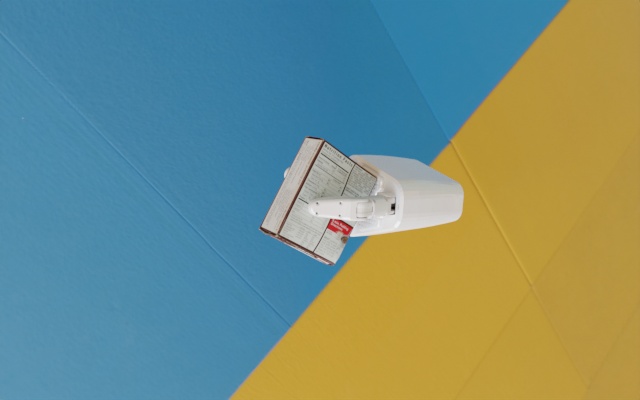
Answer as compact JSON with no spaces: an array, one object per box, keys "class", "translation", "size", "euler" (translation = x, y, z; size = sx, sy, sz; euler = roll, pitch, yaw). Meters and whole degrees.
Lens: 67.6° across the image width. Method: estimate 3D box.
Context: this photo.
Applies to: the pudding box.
[{"class":"pudding box","translation":[0.000,0.002,0.508],"size":[0.090,0.113,0.039],"euler":[32,-11,-36]}]
